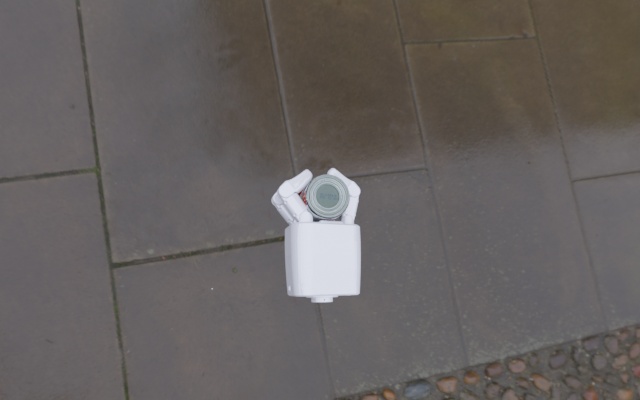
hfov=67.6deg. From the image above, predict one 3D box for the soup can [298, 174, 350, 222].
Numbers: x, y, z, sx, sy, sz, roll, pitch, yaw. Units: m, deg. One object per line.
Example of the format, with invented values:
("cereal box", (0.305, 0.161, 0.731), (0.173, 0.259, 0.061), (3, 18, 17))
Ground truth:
("soup can", (0.000, 0.002, 0.739), (0.068, 0.068, 0.102), (0, -10, -13))
